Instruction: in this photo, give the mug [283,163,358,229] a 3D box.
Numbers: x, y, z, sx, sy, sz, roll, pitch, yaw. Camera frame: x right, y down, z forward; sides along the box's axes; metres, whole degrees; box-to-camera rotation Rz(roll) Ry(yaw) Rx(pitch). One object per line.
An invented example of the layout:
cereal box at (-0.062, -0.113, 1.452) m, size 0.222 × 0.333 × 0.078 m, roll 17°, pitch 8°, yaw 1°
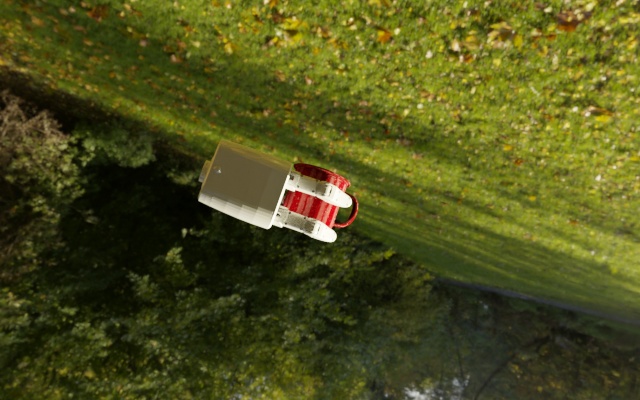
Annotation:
mug at (0.001, 0.003, 0.732) m, size 0.117 × 0.081 × 0.093 m, roll 21°, pitch -10°, yaw -10°
